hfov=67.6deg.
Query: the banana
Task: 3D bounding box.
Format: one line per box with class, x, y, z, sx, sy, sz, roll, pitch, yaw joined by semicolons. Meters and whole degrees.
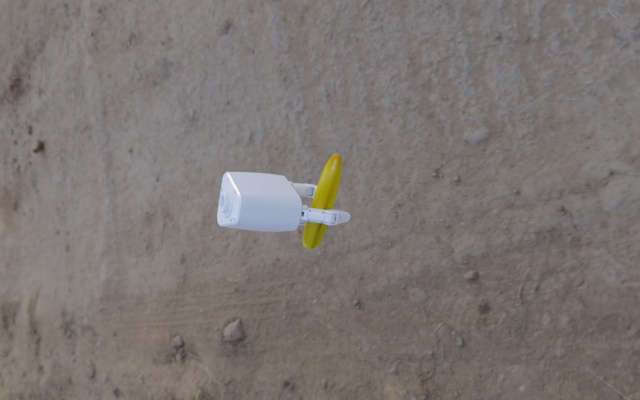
banana;-0.001;0.015;0.829;0.037;0.198;0.069;13;31;-8
